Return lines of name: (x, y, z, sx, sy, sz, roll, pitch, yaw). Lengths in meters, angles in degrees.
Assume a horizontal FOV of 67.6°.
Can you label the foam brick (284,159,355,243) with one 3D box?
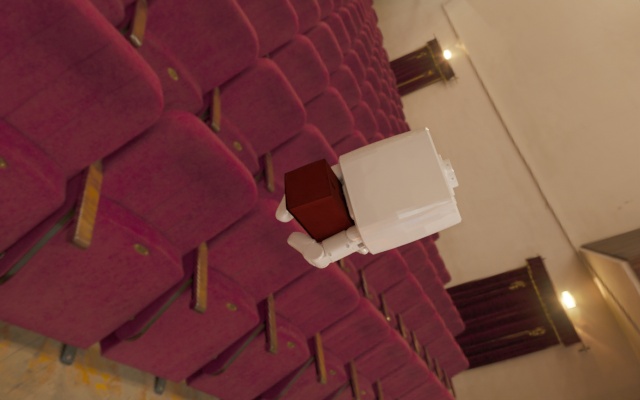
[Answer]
foam brick: (0.000, 0.002, 0.529, 0.051, 0.053, 0.078, -20, -39, 15)
